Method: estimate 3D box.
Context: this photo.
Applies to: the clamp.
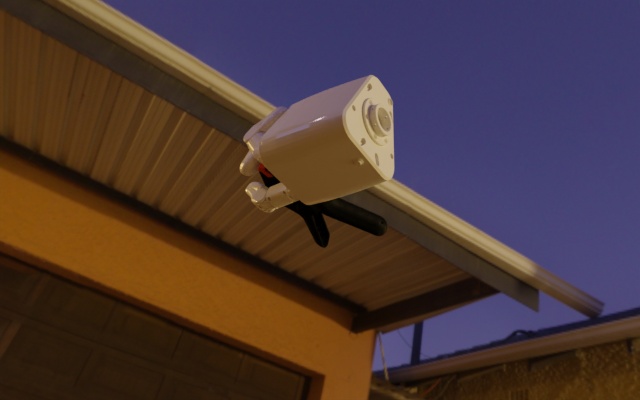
[{"bbox_3d":[0.000,0.001,0.586,0.120,0.039,0.171,-15,-45,36],"label":"clamp"}]
